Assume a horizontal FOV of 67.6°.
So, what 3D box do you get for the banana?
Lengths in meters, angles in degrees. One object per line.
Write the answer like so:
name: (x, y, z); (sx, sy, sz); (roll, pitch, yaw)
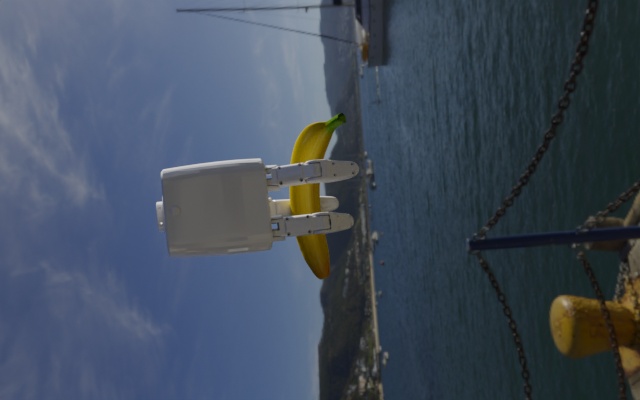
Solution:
banana: (-0.010, -0.006, 0.564); (0.037, 0.198, 0.069); (-7, 19, -34)
